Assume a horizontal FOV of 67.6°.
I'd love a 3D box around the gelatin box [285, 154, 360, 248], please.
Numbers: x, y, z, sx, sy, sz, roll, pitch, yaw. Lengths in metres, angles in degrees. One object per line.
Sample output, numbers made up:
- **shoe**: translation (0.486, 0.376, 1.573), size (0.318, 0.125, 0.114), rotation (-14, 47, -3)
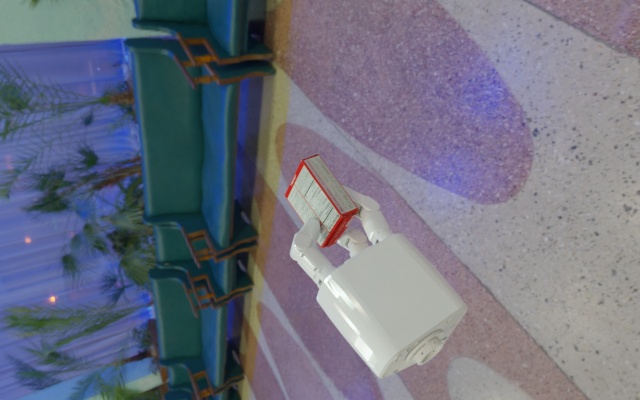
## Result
- **gelatin box**: translation (0.000, 0.002, 0.571), size (0.030, 0.089, 0.073), rotation (-22, -23, -34)
